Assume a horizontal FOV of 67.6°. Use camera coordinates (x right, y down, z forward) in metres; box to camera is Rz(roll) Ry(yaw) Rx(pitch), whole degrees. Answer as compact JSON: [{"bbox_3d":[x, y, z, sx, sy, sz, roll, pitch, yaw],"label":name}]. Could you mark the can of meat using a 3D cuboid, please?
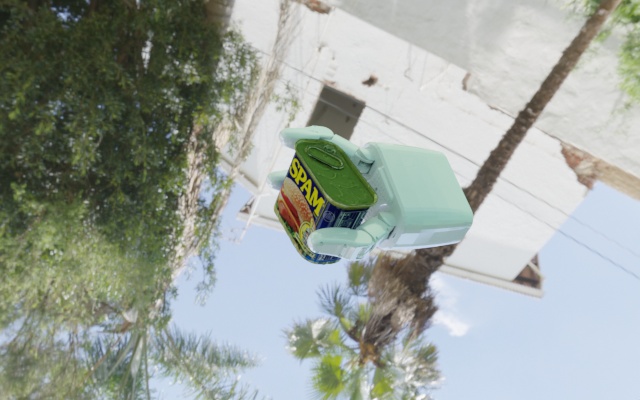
[{"bbox_3d":[0.000,0.002,0.480,0.057,0.084,0.102,-3,43,-34],"label":"can of meat"}]
